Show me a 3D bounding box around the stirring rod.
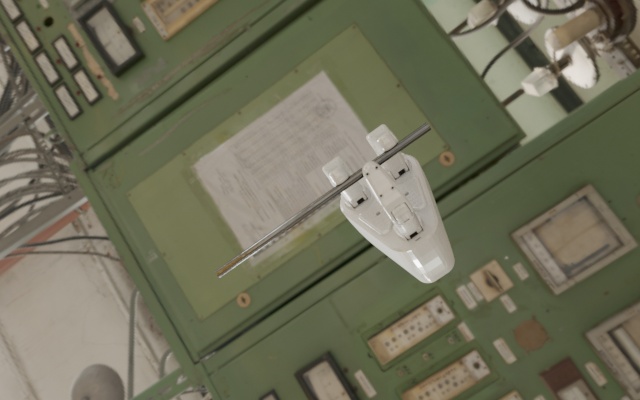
[{"bbox_3d":[0.000,0.001,0.444,0.239,0.011,0.011,-35,-4,5],"label":"stirring rod"}]
